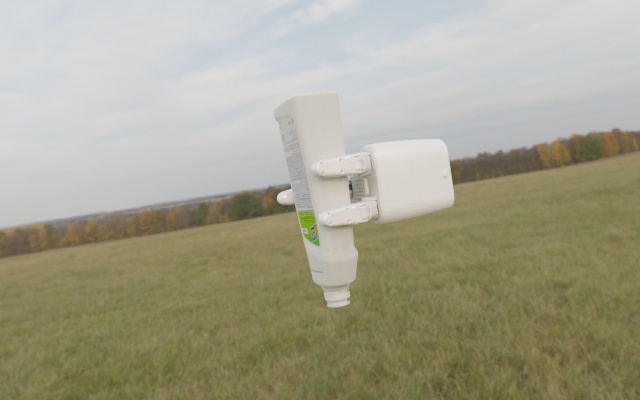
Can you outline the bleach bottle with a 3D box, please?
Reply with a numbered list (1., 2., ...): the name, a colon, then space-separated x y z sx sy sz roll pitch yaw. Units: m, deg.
1. bleach bottle: 0.000 0.002 0.582 0.068 0.251 0.102 -9 2 -19
